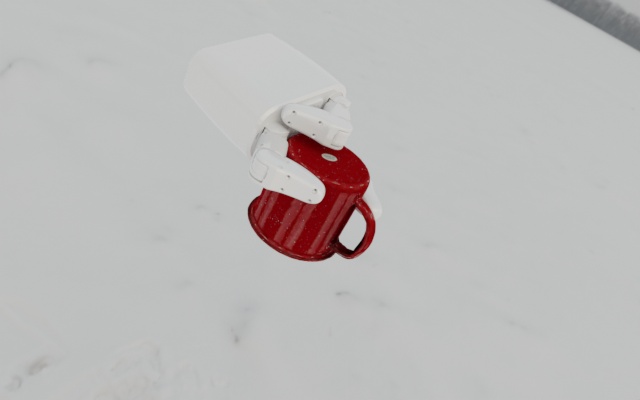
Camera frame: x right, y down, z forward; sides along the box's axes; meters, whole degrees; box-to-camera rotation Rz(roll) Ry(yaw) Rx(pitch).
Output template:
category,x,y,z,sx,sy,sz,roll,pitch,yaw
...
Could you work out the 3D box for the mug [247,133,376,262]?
category,x,y,z,sx,sy,sz,roll,pitch,yaw
mug,0.001,0.002,0.423,0.117,0.081,0.093,43,34,22
